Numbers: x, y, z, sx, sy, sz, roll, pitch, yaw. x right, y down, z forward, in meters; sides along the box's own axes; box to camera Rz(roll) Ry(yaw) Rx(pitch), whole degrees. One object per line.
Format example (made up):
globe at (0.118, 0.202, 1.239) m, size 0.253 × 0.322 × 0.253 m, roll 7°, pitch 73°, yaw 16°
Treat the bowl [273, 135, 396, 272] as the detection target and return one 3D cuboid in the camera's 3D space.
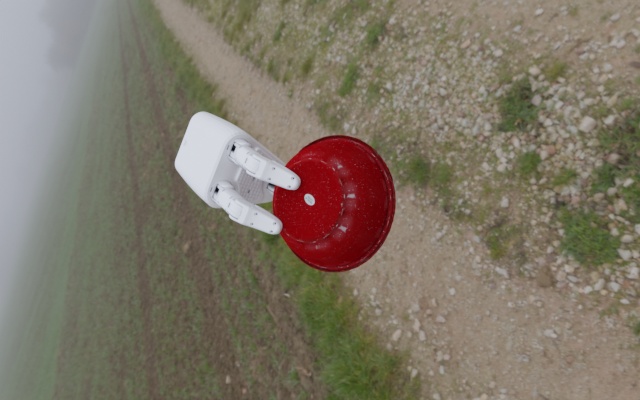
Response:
bowl at (0.001, 0.002, 0.538) m, size 0.162 × 0.162 × 0.055 m, roll 0°, pitch -3°, yaw 32°
